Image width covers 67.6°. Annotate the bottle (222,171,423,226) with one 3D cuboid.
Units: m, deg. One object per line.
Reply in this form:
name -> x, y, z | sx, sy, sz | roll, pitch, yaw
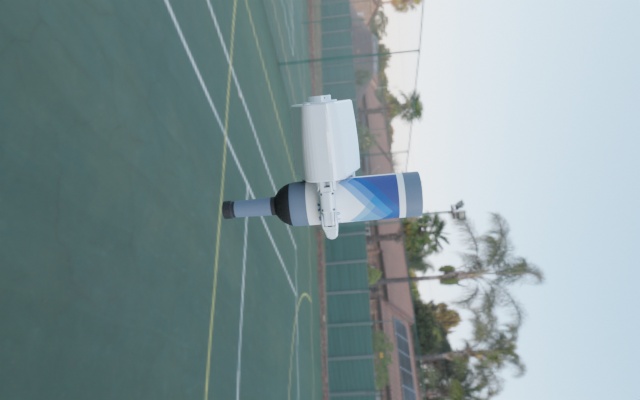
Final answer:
bottle -> 0.000, 0.002, 0.716 | 0.296, 0.069, 0.069 | -5, 0, 4
